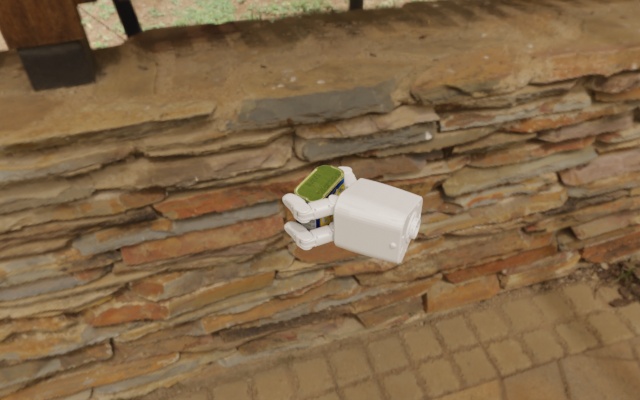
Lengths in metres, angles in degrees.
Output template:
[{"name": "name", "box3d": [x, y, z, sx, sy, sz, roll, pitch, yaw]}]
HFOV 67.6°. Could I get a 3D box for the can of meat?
[{"name": "can of meat", "box3d": [0.000, 0.002, 0.775, 0.057, 0.084, 0.102, 19, 44, 24]}]
